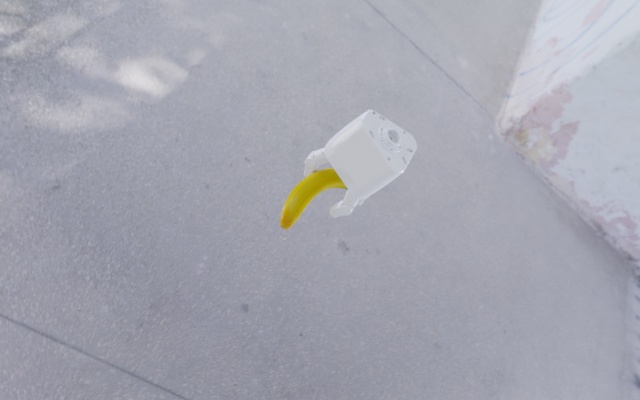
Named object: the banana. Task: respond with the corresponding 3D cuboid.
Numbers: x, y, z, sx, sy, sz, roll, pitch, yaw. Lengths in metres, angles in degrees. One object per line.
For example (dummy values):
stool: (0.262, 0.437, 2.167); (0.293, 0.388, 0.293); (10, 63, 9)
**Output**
banana: (-0.006, -0.015, 0.854); (0.197, 0.069, 0.037); (-26, -2, -40)
